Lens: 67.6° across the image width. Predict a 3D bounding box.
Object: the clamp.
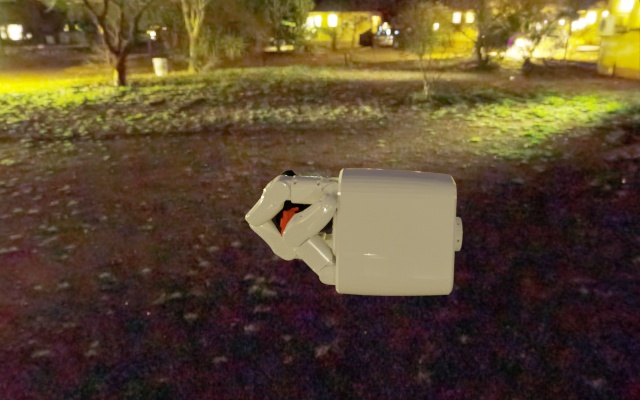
[{"bbox_3d":[0.000,0.001,0.537,0.120,0.039,0.171,2,20,6],"label":"clamp"}]
